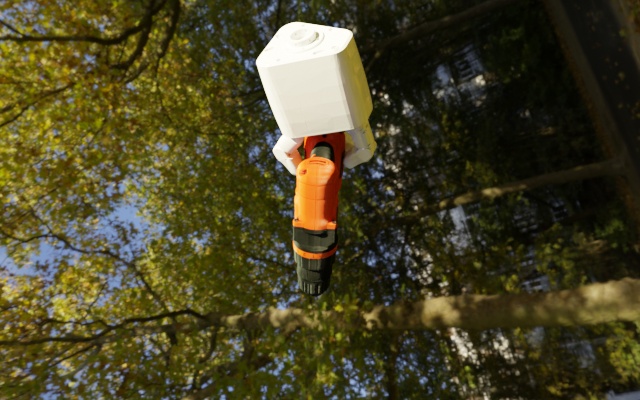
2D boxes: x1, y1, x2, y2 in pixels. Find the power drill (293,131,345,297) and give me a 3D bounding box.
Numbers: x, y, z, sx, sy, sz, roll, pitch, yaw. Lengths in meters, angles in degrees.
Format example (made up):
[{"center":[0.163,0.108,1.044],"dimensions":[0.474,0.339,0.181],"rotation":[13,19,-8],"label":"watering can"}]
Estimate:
[{"center":[0.000,0.002,0.608],"dimensions":[0.057,0.185,0.187],"rotation":[4,32,0],"label":"power drill"}]
